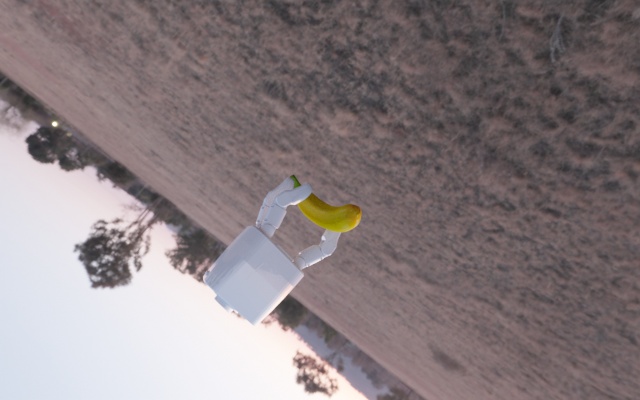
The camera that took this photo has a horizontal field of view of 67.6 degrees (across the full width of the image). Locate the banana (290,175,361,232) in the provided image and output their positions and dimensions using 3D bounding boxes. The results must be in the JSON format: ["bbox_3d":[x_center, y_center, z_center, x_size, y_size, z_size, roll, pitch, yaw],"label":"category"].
[{"bbox_3d":[0.007,0.015,0.716,0.037,0.070,0.197,-43,32,-15],"label":"banana"}]
